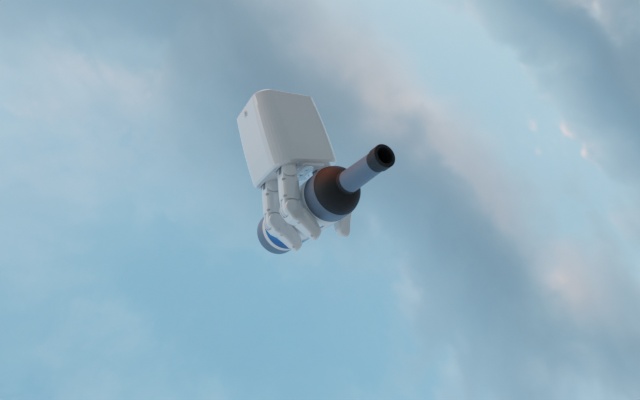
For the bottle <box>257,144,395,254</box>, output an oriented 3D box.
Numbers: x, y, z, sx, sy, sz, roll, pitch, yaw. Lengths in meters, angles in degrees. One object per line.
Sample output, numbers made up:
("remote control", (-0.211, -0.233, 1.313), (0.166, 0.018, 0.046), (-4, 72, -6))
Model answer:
("bottle", (0.000, 0.002, 0.625), (0.069, 0.069, 0.296), (0, -20, -30))
